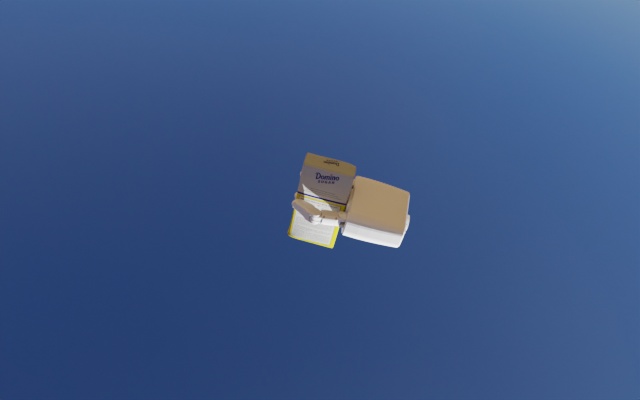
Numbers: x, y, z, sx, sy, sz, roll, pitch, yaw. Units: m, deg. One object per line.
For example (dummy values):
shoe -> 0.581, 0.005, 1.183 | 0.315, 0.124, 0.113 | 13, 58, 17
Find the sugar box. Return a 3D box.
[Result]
sugar box -> 0.000, 0.003, 0.879 | 0.093, 0.176, 0.048 | 15, 37, -1
